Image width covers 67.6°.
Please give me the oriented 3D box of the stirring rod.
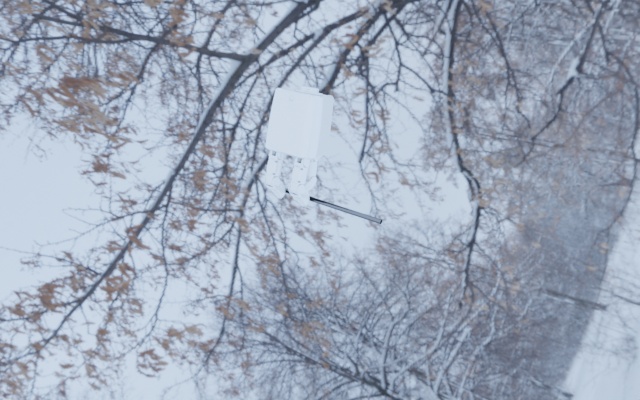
[{"bbox_3d":[0.000,0.003,0.846,0.239,0.011,0.011,18,9,29],"label":"stirring rod"}]
